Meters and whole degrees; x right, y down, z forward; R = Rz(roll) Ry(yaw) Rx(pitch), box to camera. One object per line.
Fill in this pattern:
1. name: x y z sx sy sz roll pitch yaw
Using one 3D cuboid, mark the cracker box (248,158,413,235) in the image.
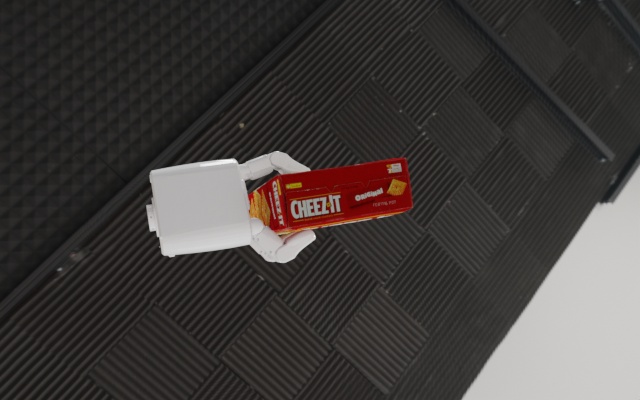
1. cracker box: 0.000 0.002 0.647 0.164 0.072 0.214 -9 -2 -19
